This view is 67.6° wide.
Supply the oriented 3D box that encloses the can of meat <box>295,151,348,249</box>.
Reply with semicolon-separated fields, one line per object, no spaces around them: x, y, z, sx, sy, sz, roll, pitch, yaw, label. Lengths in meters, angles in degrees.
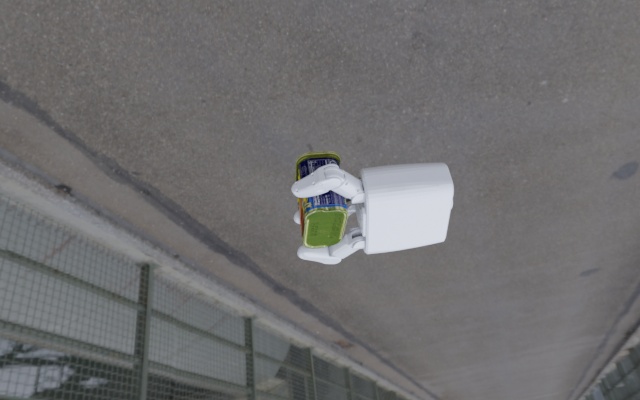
0.000;0.002;0.603;0.057;0.084;0.102;-4;-31;-7;can of meat
